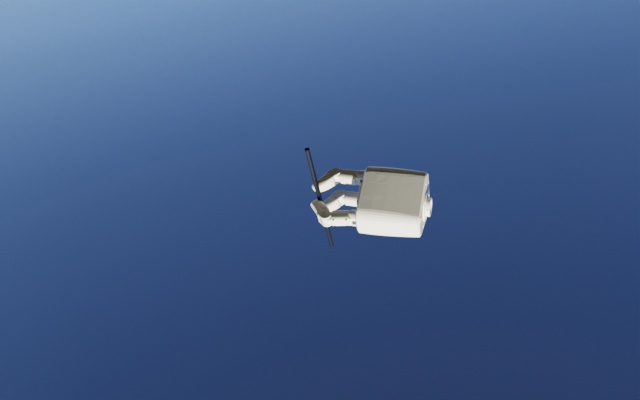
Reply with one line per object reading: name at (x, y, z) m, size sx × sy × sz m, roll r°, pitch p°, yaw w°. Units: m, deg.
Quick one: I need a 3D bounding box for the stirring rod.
stirring rod at (0.000, 0.003, 0.849) m, size 0.011 × 0.240 × 0.011 m, roll -8°, pitch 44°, yaw 7°
